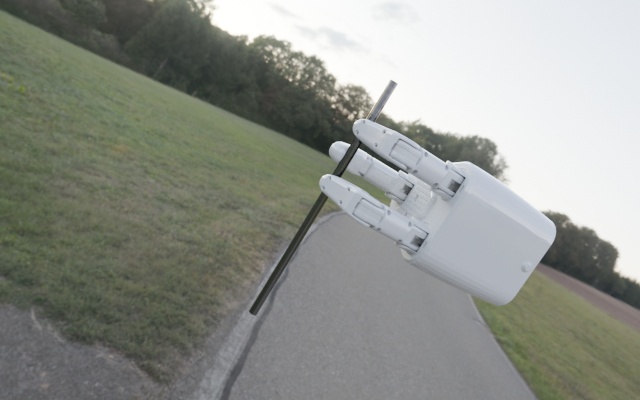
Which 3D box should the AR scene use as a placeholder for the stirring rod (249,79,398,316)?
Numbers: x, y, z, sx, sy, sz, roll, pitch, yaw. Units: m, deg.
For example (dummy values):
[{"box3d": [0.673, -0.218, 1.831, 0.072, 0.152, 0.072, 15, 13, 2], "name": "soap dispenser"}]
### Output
[{"box3d": [0.000, 0.001, 0.420, 0.011, 0.239, 0.011, 31, 8, -5], "name": "stirring rod"}]
